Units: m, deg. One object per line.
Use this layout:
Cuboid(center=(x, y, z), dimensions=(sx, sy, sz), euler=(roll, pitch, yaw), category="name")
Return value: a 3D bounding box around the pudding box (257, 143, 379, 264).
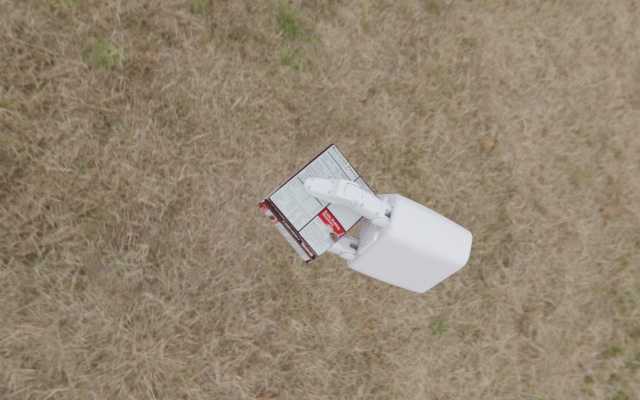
Cuboid(center=(0.000, 0.002, 0.546), dimensions=(0.113, 0.090, 0.039), euler=(-41, 3, -27), category="pudding box")
